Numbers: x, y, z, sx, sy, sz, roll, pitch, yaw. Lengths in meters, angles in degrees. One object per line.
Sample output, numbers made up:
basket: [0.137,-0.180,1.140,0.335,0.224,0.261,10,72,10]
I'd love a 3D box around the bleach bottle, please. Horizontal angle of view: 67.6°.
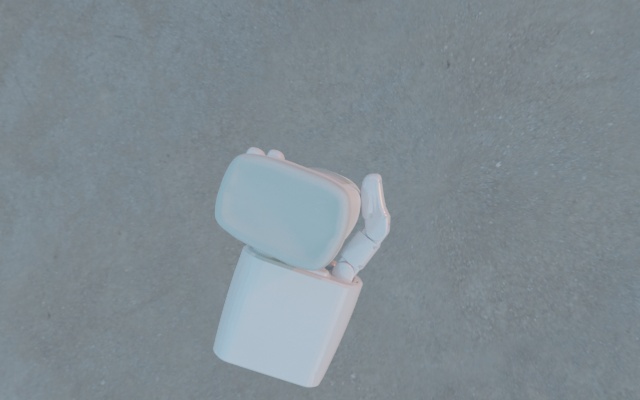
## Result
bleach bottle: [0.000,0.001,0.453,0.102,0.068,0.251,23,8,13]
